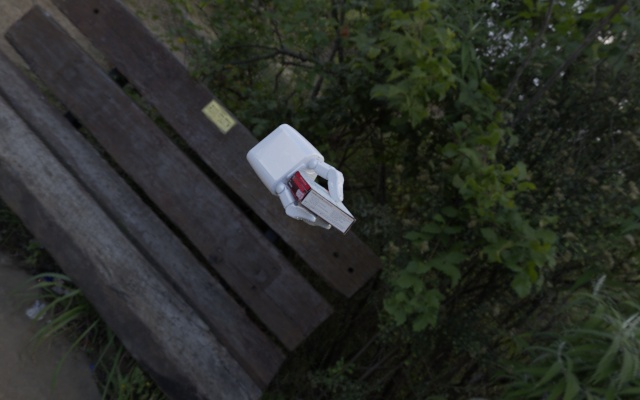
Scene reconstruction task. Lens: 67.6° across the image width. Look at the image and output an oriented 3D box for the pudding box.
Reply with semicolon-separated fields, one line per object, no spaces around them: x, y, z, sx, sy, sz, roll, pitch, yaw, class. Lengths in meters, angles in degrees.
0.000;0.003;0.851;0.113;0.039;0.090;33;11;-28;pudding box
